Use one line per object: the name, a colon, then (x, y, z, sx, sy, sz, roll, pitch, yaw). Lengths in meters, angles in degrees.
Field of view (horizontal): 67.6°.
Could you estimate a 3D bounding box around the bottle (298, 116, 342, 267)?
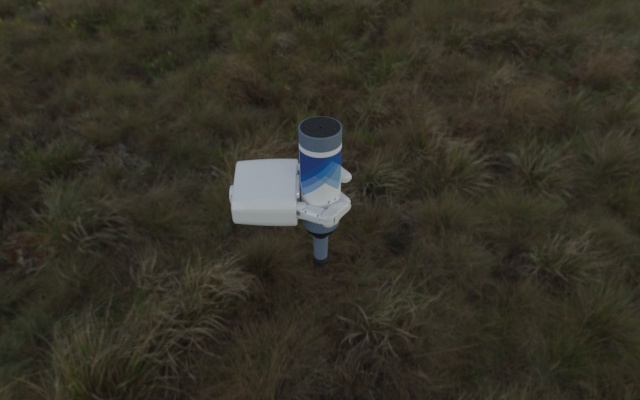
bottle: (0.000, 0.002, 0.812, 0.069, 0.296, 0.069, 0, 40, 0)
